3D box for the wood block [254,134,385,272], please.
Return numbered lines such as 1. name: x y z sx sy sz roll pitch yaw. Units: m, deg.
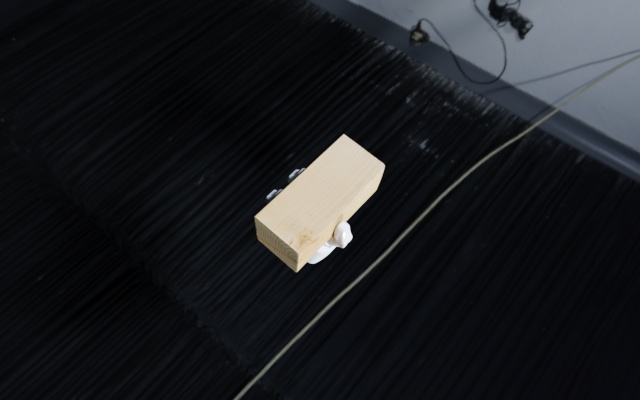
1. wood block: 0.000 0.003 0.769 0.091 0.206 0.090 39 -23 14
